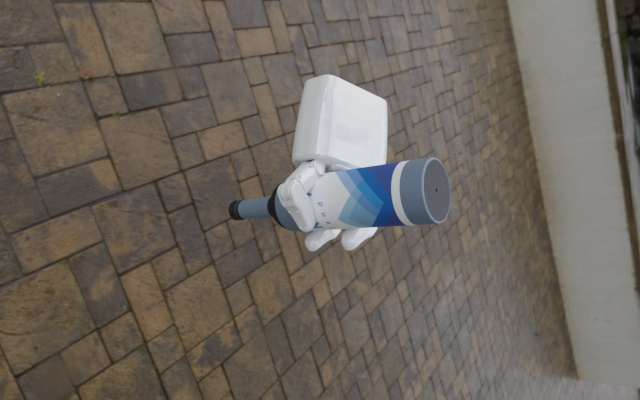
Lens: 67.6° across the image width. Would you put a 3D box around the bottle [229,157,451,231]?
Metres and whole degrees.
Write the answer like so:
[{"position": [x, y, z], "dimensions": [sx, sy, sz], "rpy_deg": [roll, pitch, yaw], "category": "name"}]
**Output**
[{"position": [0.000, 0.002, 0.562], "dimensions": [0.296, 0.069, 0.069], "rpy_deg": [-6, -4, 38], "category": "bottle"}]
